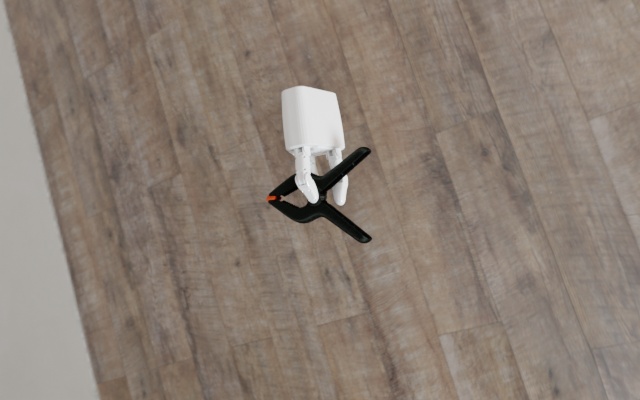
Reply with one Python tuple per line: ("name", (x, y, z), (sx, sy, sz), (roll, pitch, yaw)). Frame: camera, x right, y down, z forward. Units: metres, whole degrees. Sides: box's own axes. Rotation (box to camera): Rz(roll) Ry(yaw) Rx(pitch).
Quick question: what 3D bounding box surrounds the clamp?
("clamp", (-0.001, 0.003, 0.851), (0.210, 0.164, 0.036), (-10, -8, 26))
